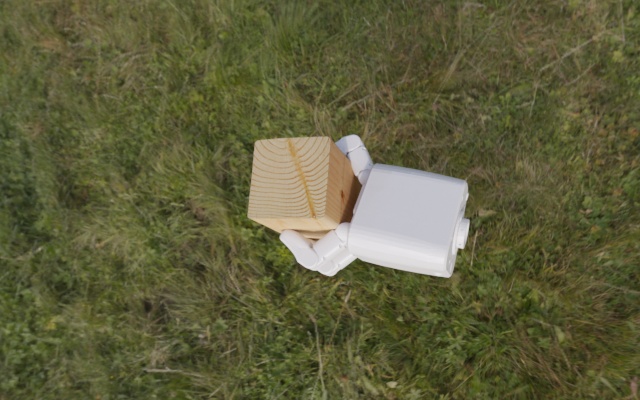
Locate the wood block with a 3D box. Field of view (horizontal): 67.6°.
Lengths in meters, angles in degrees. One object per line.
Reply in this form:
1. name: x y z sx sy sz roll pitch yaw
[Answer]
1. wood block: 0.000 0.002 0.592 0.090 0.090 0.206 -1 -15 20
